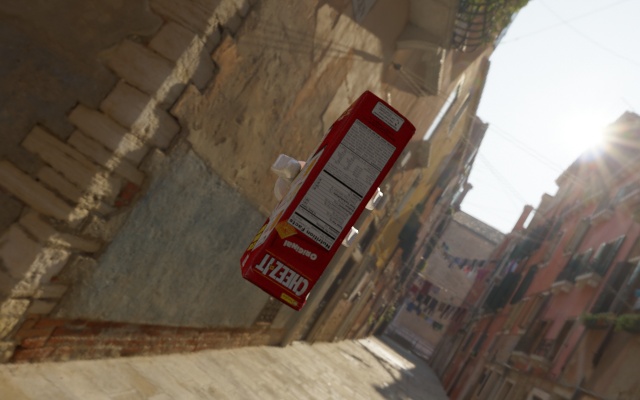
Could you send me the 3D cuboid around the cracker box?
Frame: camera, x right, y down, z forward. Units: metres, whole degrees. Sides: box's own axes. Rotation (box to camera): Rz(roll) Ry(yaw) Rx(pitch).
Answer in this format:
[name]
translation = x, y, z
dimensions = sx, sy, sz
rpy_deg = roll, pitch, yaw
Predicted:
[cracker box]
translation = 0.000, 0.001, 0.522
dimensions = 0.072, 0.213, 0.164
rpy_deg = 34, -7, -7
